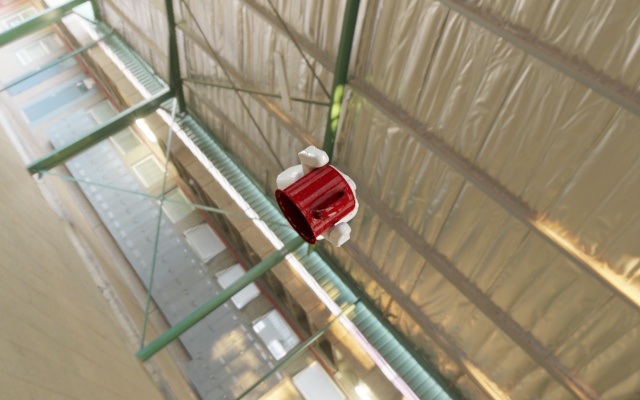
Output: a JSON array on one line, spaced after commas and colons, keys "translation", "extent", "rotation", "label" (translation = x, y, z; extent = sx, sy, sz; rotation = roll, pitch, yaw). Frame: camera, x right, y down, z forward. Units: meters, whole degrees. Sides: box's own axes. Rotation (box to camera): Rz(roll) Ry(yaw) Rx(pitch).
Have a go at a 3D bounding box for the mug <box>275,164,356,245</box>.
[{"translation": [0.001, 0.002, 0.663], "extent": [0.081, 0.093, 0.117], "rotation": [-35, 15, -18], "label": "mug"}]
